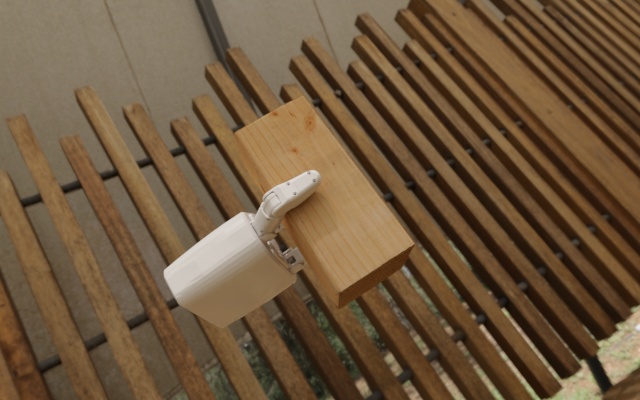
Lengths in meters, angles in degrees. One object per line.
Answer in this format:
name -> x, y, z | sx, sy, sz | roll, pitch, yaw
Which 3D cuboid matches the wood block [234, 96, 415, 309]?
wood block -> 0.000, 0.002, 0.523 | 0.090, 0.206, 0.091 | -31, -20, -11
